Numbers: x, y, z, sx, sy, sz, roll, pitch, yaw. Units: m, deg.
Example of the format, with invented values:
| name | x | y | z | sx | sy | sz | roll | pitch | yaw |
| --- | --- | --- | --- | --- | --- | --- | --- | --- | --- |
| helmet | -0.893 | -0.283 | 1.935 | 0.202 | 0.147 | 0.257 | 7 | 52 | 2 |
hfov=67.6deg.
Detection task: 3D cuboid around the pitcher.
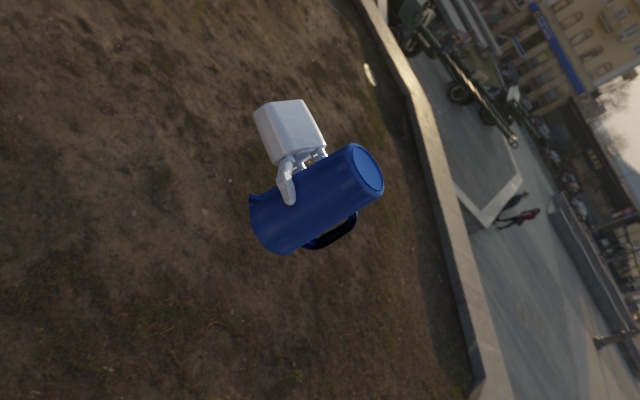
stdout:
| name | x | y | z | sx | sy | sz | roll | pitch | yaw |
| --- | --- | --- | --- | --- | --- | --- | --- | --- | --- |
| pitcher | 0.000 | 0.003 | 0.890 | 0.243 | 0.145 | 0.149 | -30 | -12 | 30 |
